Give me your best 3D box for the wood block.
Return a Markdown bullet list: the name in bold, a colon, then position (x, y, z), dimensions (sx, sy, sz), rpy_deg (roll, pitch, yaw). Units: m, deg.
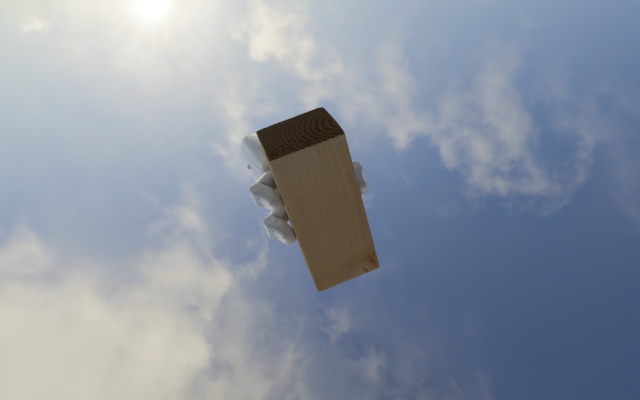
- **wood block**: position (0.000, 0.002, 0.605), dimensions (0.091, 0.206, 0.090), rpy_deg (-22, 35, -5)
